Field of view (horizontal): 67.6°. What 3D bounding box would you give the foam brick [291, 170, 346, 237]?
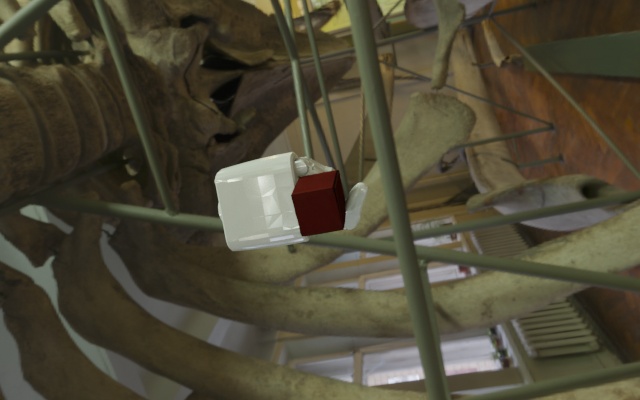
[{"bbox_3d":[0.000,0.002,0.566,0.051,0.053,0.078,-10,17,8],"label":"foam brick"}]
